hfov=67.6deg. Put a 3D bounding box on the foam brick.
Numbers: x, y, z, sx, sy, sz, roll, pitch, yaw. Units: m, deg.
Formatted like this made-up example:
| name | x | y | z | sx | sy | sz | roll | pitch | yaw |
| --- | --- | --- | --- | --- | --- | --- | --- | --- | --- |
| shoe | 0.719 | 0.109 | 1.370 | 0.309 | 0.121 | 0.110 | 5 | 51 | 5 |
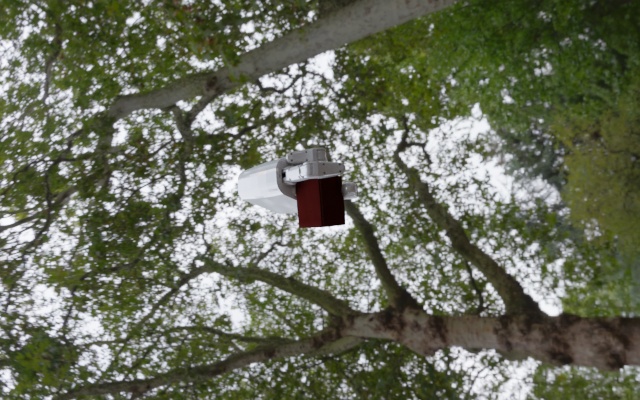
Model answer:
| name | x | y | z | sx | sy | sz | roll | pitch | yaw |
| --- | --- | --- | --- | --- | --- | --- | --- | --- | --- |
| foam brick | 0.000 | 0.003 | 0.721 | 0.051 | 0.078 | 0.053 | -10 | -8 | 42 |
